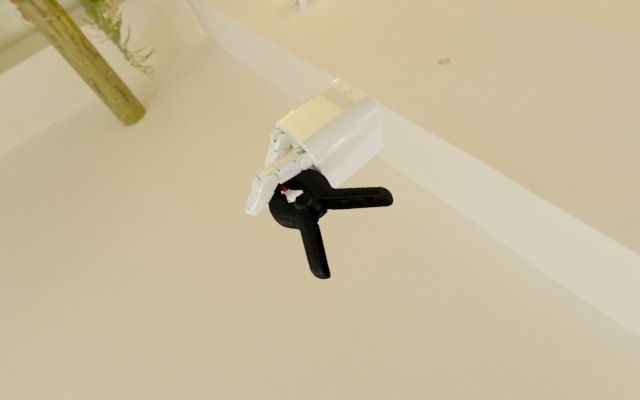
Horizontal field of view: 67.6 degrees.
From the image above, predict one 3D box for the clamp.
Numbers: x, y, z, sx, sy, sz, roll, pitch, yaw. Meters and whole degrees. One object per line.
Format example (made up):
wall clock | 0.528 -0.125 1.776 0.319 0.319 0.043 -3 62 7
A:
clamp | 0.000 0.002 0.552 0.171 0.120 0.039 44 -11 42
